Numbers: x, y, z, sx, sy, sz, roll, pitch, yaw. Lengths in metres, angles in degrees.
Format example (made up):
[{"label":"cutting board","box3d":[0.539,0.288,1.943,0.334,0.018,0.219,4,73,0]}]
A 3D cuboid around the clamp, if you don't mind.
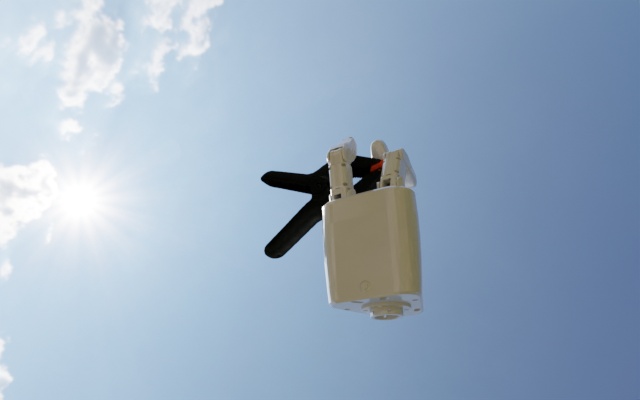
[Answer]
[{"label":"clamp","box3d":[0.001,0.002,0.556,0.171,0.120,0.039,-14,-27,26]}]
